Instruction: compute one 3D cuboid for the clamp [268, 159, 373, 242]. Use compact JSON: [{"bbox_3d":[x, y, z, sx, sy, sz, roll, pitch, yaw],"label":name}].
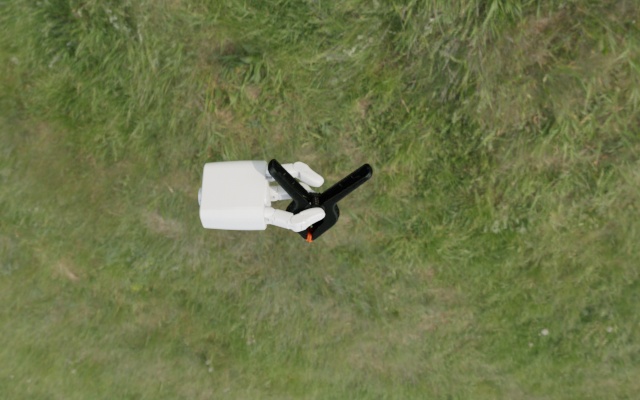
[{"bbox_3d":[0.000,0.004,0.813,0.164,0.036,0.210,-1,-37,-1],"label":"clamp"}]
